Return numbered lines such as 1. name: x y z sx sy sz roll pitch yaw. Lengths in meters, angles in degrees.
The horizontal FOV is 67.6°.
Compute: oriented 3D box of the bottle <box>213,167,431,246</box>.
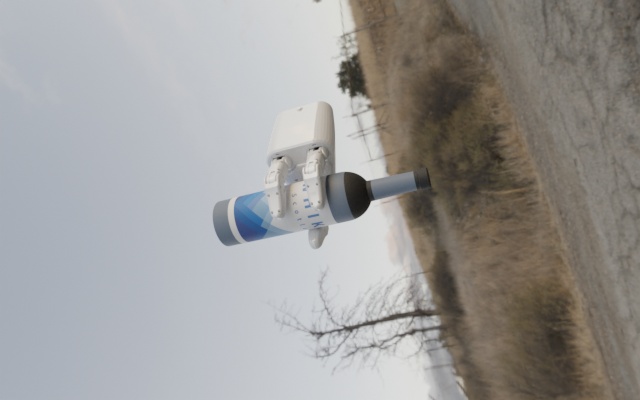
1. bottle: 0.000 0.002 0.647 0.296 0.069 0.069 -13 -4 15
